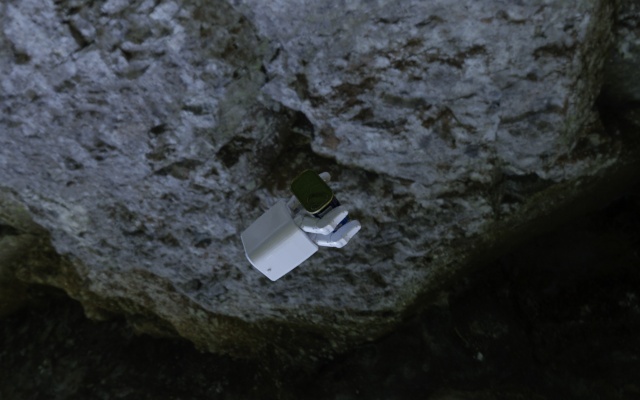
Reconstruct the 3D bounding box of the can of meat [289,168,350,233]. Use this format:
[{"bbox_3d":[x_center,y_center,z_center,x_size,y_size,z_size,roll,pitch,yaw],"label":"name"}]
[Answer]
[{"bbox_3d":[0.000,0.003,0.872,0.102,0.057,0.084,49,-1,43],"label":"can of meat"}]
